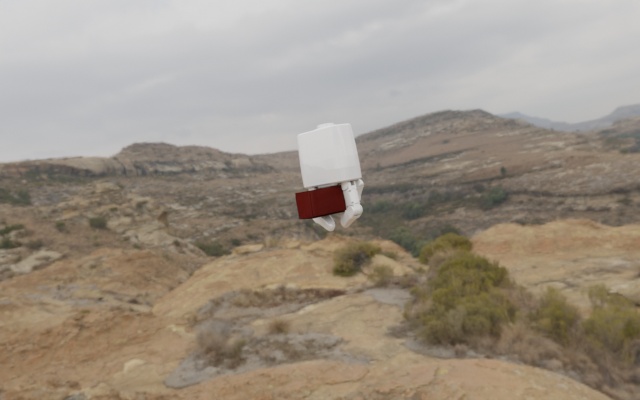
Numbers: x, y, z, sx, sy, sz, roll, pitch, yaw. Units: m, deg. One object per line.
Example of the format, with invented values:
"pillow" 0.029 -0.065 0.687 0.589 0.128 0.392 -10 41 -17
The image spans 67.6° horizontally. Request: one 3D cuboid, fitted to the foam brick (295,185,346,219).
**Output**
"foam brick" 0.000 0.003 0.890 0.078 0.051 0.053 -11 3 -34
